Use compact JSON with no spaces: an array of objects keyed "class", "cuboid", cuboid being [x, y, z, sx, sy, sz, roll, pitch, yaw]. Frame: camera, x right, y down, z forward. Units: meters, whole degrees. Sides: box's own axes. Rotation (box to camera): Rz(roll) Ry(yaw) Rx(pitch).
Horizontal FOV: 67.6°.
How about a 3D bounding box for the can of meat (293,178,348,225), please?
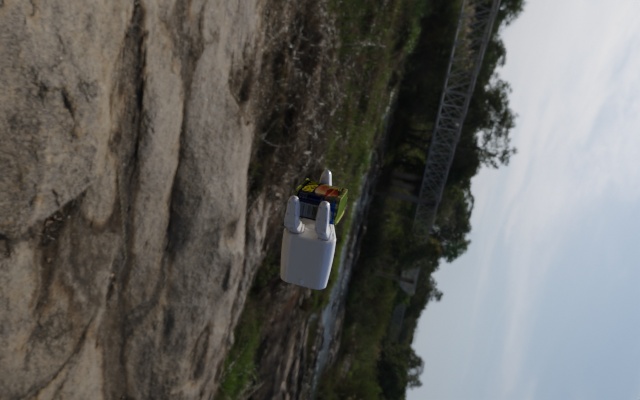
[{"class":"can of meat","cuboid":[0.000,0.003,0.877,0.084,0.057,0.102,13,19,10]}]
